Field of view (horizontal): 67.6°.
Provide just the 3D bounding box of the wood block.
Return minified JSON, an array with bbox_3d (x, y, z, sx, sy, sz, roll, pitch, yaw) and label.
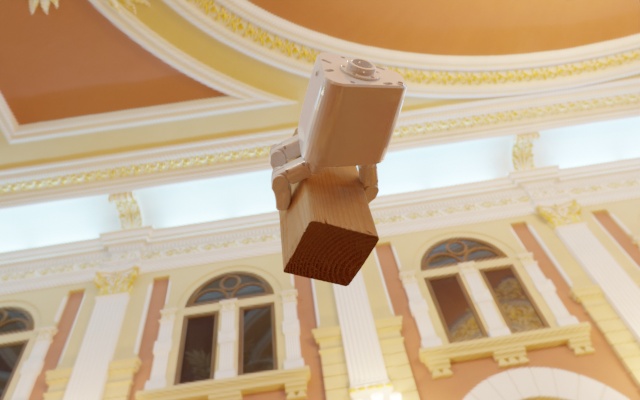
[{"bbox_3d":[0.001,0.002,0.639,0.091,0.090,0.206,16,34,-19],"label":"wood block"}]
